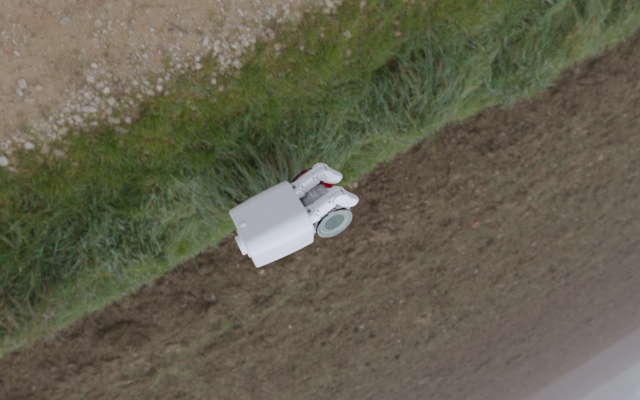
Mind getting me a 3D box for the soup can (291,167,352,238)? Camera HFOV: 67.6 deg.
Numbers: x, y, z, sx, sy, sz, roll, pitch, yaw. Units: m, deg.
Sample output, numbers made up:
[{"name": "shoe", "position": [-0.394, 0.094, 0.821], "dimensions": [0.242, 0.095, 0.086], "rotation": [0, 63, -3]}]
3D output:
[{"name": "soup can", "position": [0.001, 0.003, 0.793], "dimensions": [0.068, 0.068, 0.102], "rotation": [0, 44, -39]}]
